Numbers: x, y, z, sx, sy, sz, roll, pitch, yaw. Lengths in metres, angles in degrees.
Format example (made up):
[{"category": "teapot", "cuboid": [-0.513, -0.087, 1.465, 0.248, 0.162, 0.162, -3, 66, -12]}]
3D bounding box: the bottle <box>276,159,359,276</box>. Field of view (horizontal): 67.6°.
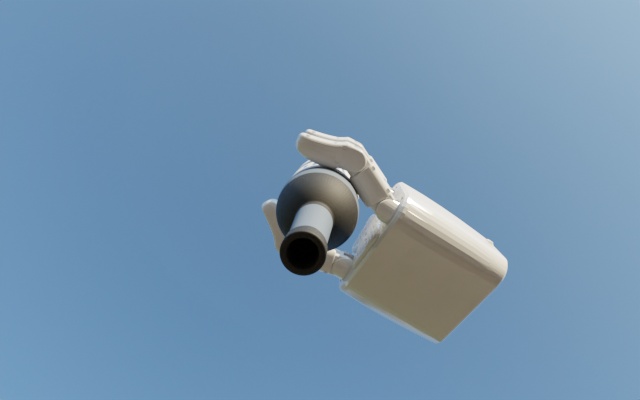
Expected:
[{"category": "bottle", "cuboid": [0.000, 0.001, 0.418, 0.069, 0.069, 0.295, 0, 11, 4]}]
